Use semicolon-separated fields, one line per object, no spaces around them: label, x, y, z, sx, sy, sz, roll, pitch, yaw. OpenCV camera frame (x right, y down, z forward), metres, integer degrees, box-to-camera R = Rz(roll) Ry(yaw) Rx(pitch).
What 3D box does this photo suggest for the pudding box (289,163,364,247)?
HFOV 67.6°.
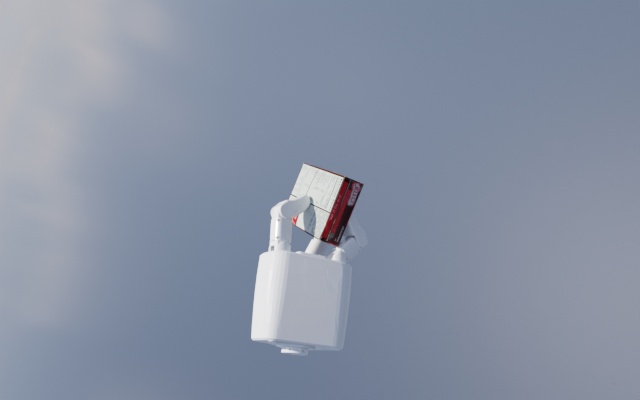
pudding box;0.000;0.002;0.655;0.039;0.090;0.113;22;2;-36
